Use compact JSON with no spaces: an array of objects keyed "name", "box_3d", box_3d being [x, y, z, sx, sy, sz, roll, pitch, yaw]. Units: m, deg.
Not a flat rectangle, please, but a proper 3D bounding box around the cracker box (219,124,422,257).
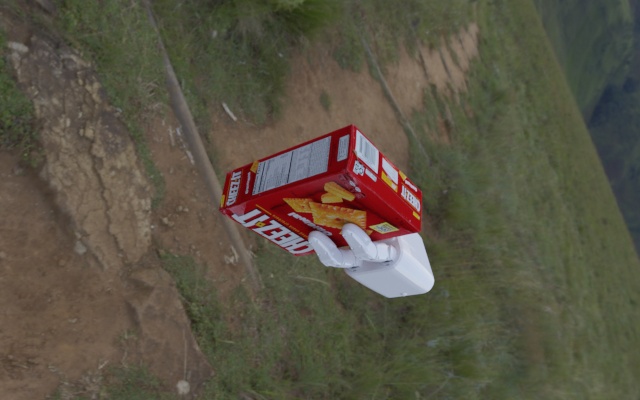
[{"name":"cracker box","box_3d":[0.000,0.002,0.627,0.214,0.072,0.164,-16,-38,35]}]
